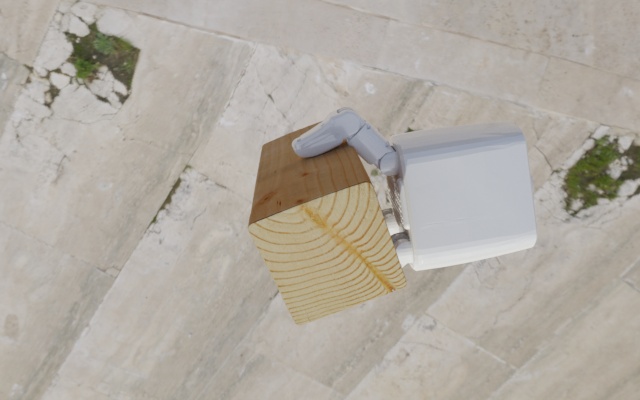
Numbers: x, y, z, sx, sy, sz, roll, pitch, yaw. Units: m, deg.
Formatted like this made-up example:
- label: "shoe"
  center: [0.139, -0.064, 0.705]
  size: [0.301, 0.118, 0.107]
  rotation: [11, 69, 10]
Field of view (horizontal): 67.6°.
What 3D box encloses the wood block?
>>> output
- label: "wood block"
  center: [0.000, 0.001, 0.425]
  size: [0.090, 0.091, 0.206]
  rotation: [-21, 21, 4]
